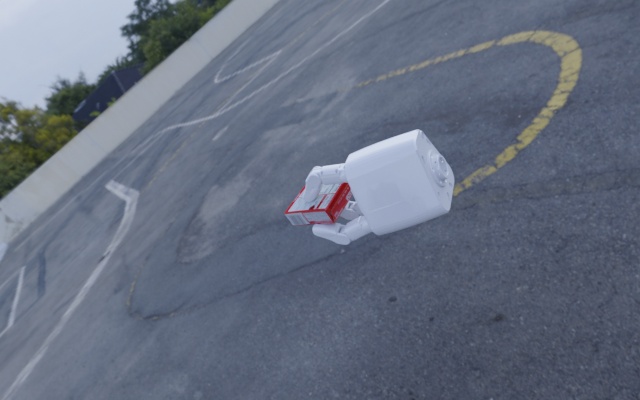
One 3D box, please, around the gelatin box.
[{"bbox_3d":[0.000,0.002,0.714,0.089,0.030,0.073,-6,38,42],"label":"gelatin box"}]
